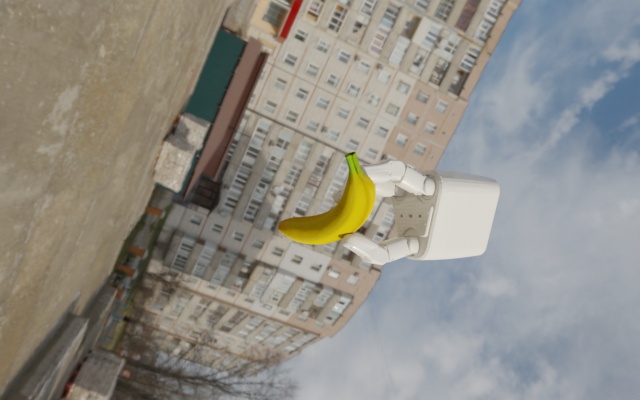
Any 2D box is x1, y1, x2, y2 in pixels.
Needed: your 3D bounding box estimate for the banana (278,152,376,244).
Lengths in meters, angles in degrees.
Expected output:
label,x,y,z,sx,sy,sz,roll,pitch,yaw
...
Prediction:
label,x,y,z,sx,sy,sz,roll,pitch,yaw
banana,0.011,0.016,0.571,0.037,0.069,0.198,-24,-12,-39
